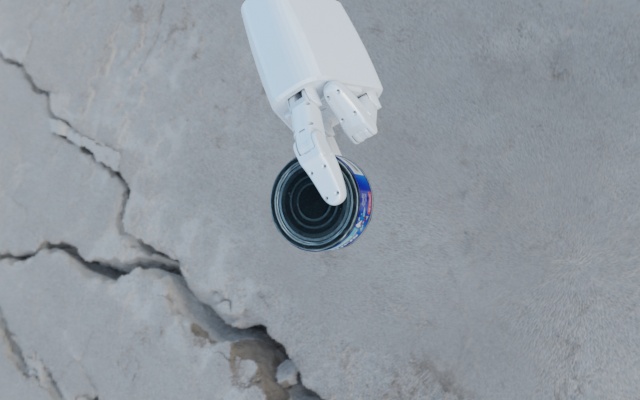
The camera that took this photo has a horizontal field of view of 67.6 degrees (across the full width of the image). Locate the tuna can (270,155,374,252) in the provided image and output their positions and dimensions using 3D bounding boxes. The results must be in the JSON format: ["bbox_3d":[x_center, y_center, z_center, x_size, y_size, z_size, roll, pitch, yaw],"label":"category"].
[{"bbox_3d":[0.000,0.001,0.411,0.086,0.086,0.034,0,-2,26],"label":"tuna can"}]
